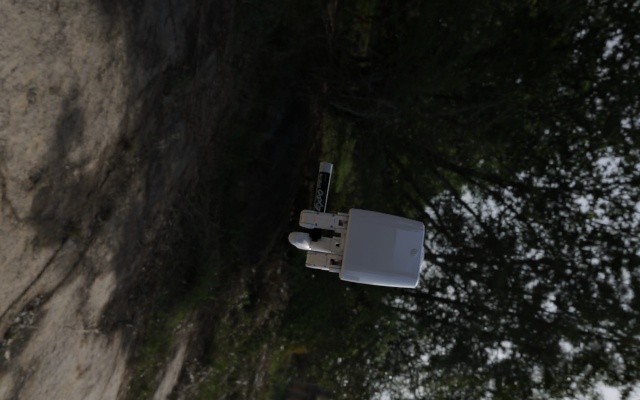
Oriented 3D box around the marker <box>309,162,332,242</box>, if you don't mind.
[{"bbox_3d":[0.000,0.002,0.723,0.020,0.121,0.020,9,-8,1],"label":"marker"}]
